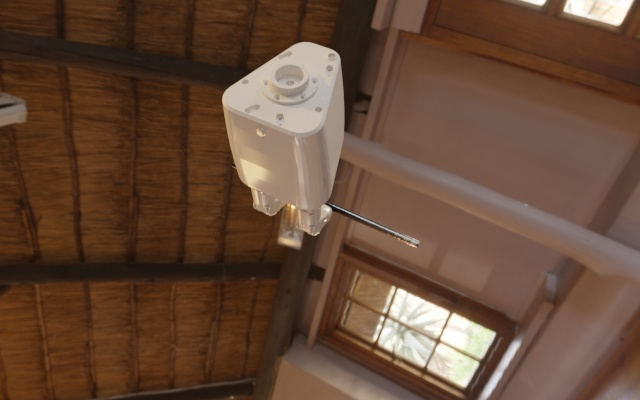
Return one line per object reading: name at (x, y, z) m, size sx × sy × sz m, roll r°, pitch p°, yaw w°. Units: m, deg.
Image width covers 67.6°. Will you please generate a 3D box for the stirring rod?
stirring rod at (0.000, 0.002, 0.549) m, size 0.239 × 0.011 × 0.011 m, roll 24°, pitch 7°, yaw 16°
